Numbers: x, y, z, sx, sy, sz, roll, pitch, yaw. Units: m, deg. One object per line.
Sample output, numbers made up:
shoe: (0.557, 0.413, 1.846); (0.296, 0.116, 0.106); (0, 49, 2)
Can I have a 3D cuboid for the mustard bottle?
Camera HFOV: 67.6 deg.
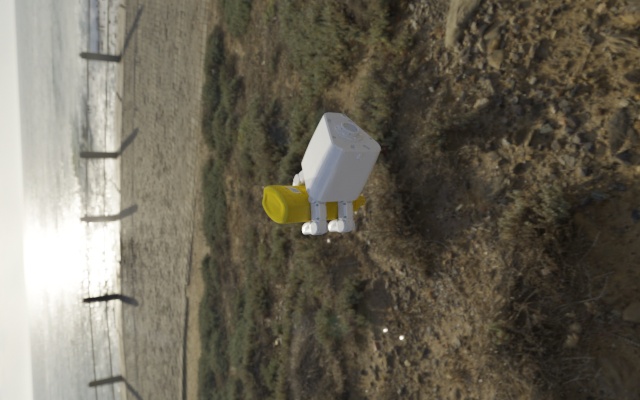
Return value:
mustard bottle: (0.000, 0.003, 0.855); (0.191, 0.058, 0.096); (-3, 19, -32)
